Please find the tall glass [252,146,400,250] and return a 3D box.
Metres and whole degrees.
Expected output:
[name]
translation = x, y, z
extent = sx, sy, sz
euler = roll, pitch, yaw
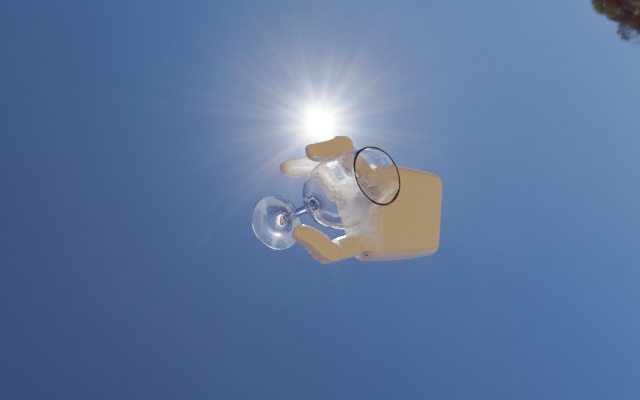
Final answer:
[tall glass]
translation = 0.000, 0.002, 0.547
extent = 0.079, 0.079, 0.201
euler = 0, -16, -36
